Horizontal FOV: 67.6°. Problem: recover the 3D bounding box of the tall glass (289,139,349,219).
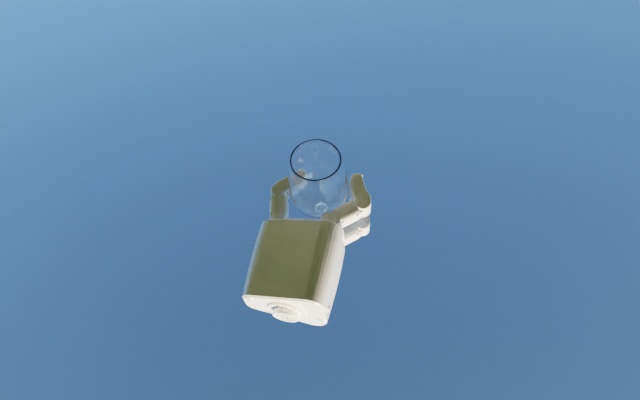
[{"bbox_3d":[0.000,0.002,0.651,0.079,0.079,0.201,0,-31,4],"label":"tall glass"}]
